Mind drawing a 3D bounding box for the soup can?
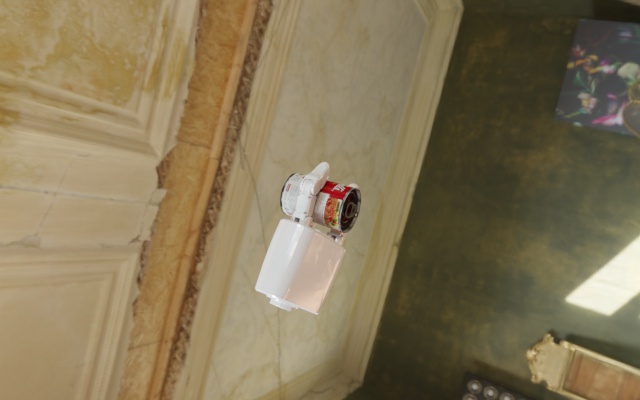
[{"bbox_3d":[0.000,0.002,0.706,0.102,0.068,0.068,16,7,26],"label":"soup can"}]
